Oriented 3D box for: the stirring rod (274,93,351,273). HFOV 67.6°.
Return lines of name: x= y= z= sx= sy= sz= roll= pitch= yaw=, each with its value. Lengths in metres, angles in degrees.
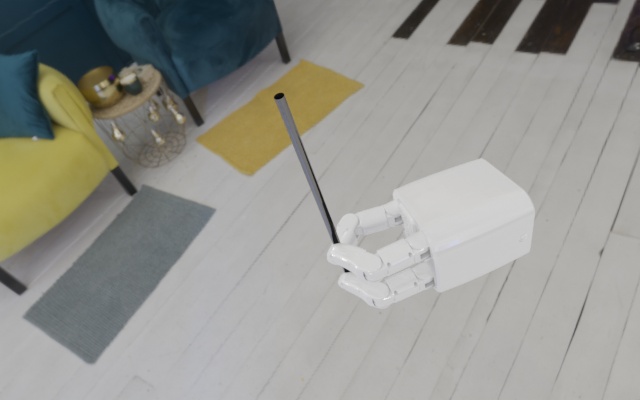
stirring rod: x=0.000 y=0.001 z=0.433 sx=0.011 sy=0.011 sz=0.240 roll=0 pitch=-40 yaw=19
